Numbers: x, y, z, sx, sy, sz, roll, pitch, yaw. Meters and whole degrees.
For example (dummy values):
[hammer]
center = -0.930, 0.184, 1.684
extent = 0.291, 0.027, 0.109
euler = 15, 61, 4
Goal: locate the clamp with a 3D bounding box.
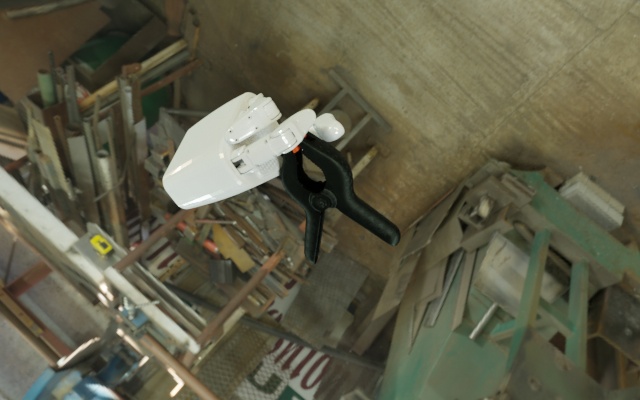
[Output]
[clamp]
center = 0.000, 0.002, 0.537
extent = 0.120, 0.171, 0.039
euler = -27, 19, 22
